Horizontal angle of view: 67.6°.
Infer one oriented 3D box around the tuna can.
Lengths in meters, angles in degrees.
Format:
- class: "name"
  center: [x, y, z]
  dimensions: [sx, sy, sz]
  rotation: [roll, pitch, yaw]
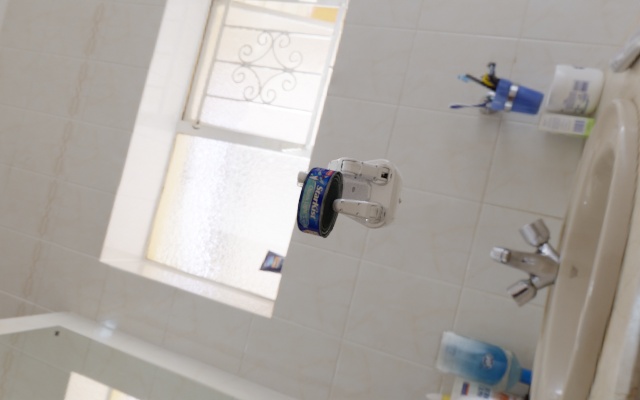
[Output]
- class: "tuna can"
  center: [0.000, 0.002, 0.601]
  dimensions: [0.034, 0.086, 0.086]
  rotation: [13, 3, 15]
